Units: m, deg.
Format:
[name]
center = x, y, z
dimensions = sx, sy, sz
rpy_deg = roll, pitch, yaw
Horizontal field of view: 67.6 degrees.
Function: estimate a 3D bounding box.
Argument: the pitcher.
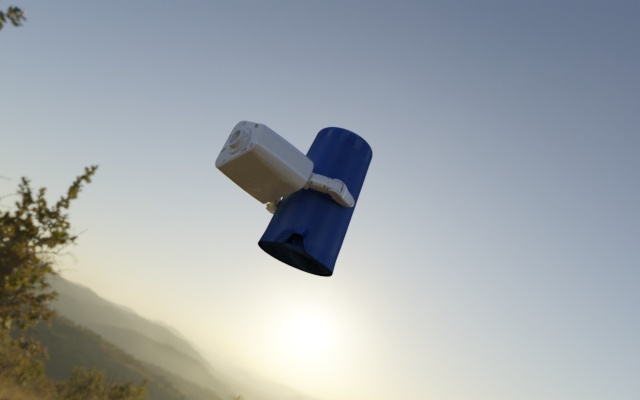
[pitcher]
center = 0.000, 0.003, 0.828
dimensions = 0.145, 0.242, 0.149
rpy_deg = 38, -25, -33
